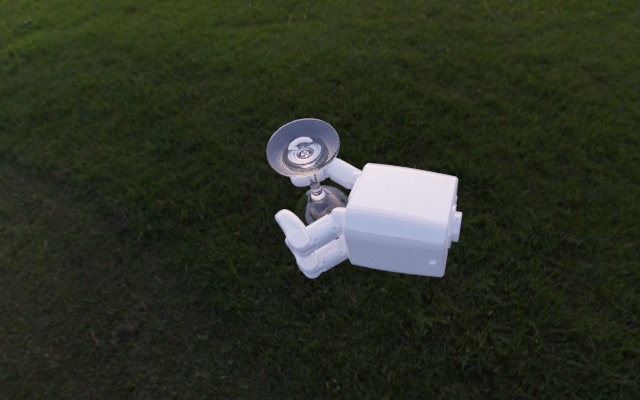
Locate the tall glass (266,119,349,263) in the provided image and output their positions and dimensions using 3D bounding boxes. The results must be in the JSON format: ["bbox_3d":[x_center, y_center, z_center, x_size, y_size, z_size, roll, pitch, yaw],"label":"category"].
[{"bbox_3d":[0.000,0.001,0.552,0.079,0.079,0.201,0,-34,12],"label":"tall glass"}]
